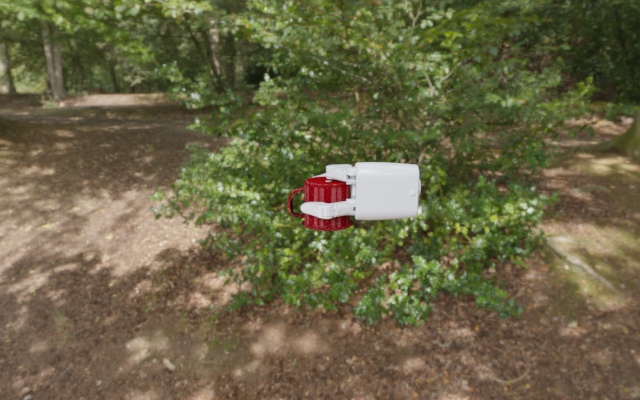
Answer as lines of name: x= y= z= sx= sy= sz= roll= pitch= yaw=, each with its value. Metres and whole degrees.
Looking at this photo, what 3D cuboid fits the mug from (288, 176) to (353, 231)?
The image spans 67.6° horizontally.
mug: x=-0.001 y=0.003 z=0.855 sx=0.117 sy=0.081 sz=0.093 roll=0 pitch=14 yaw=-1
